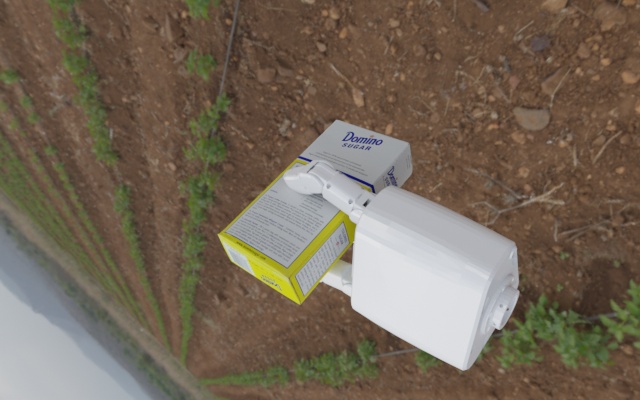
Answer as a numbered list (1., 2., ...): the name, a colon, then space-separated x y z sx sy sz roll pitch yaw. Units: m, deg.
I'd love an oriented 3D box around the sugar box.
1. sugar box: 0.000 0.002 0.443 0.093 0.048 0.176 25 57 35
